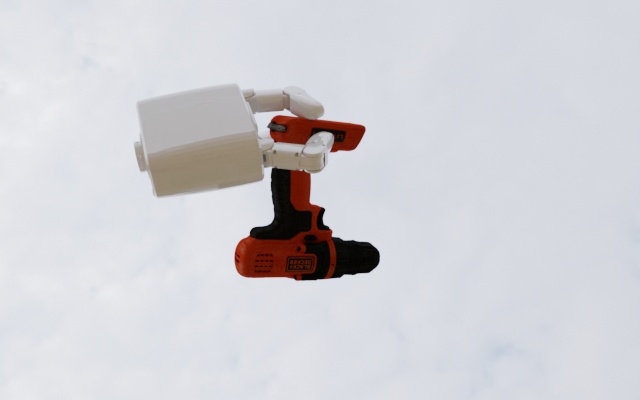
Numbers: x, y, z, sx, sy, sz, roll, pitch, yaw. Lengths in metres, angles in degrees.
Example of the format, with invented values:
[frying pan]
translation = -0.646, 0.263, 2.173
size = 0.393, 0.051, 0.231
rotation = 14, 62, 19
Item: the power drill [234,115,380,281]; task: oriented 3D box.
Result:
[power drill]
translation = 0.000, 0.001, 0.549
size = 0.184, 0.188, 0.057
rotation = 3, 10, -29
